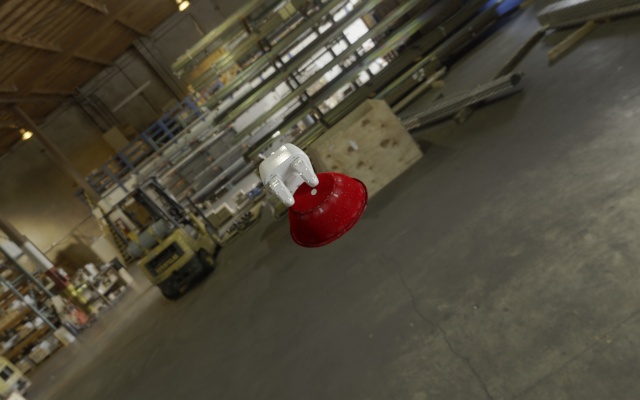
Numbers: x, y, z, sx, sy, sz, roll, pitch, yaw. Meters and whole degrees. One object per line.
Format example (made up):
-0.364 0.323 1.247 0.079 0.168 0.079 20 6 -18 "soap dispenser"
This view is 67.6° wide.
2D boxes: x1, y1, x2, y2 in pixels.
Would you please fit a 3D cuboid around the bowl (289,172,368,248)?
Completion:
0.001 0.003 0.835 0.162 0.162 0.055 0 -40 42 "bowl"
